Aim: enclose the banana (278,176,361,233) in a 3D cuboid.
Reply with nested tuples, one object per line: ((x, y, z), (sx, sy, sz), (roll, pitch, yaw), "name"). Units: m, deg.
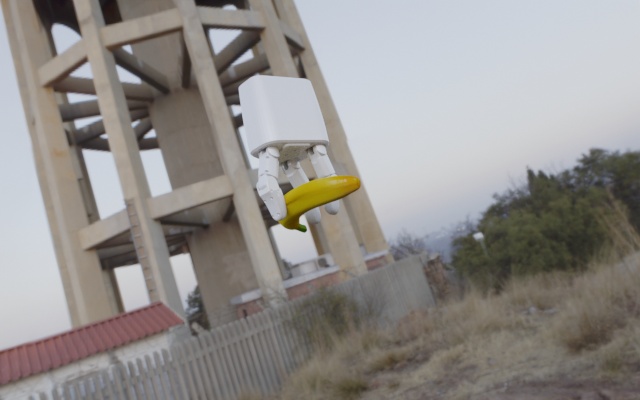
((-0.018, 0.003, 0.653), (0.069, 0.037, 0.198), (-1, -18, -24), "banana")
